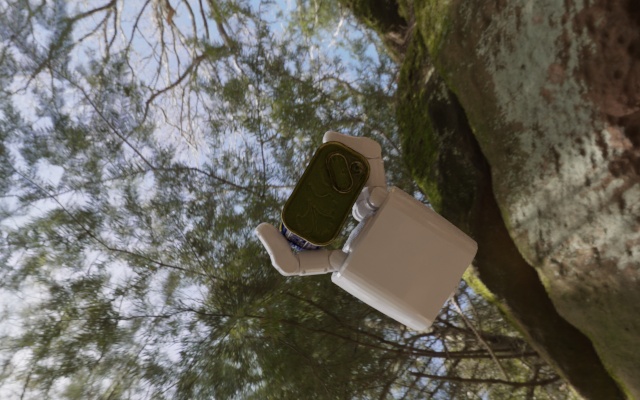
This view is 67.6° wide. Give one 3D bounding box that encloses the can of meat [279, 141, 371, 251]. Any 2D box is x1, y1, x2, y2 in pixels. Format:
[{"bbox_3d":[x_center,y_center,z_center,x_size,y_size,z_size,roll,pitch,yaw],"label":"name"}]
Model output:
[{"bbox_3d":[0.000,0.002,0.488,0.057,0.102,0.084,29,-17,-1],"label":"can of meat"}]
